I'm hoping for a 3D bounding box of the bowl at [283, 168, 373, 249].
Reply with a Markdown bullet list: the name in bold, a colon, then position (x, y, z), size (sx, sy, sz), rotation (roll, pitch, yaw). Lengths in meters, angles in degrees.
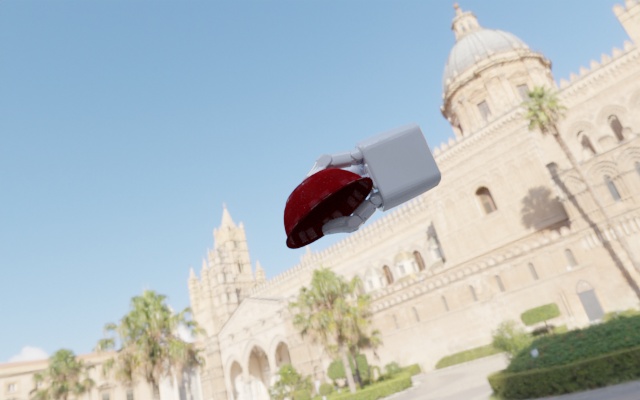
- **bowl**: position (-0.001, 0.003, 0.718), size (0.162, 0.055, 0.162), rotation (-35, -18, -13)
